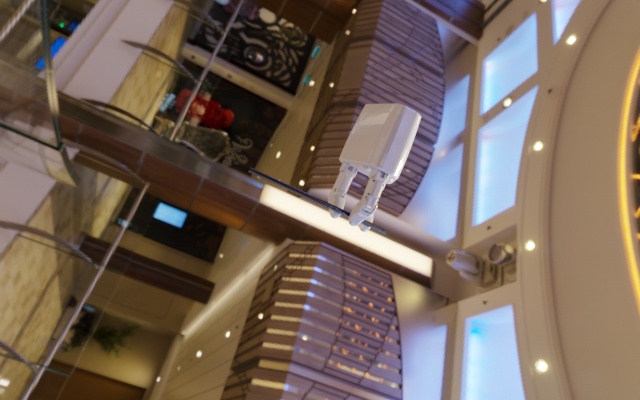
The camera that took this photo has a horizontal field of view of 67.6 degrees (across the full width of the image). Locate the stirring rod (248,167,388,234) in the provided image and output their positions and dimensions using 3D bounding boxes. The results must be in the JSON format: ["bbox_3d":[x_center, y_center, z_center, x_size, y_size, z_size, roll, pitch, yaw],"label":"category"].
[{"bbox_3d":[0.000,0.002,0.738,0.239,0.011,0.011,25,-7,-15],"label":"stirring rod"}]
